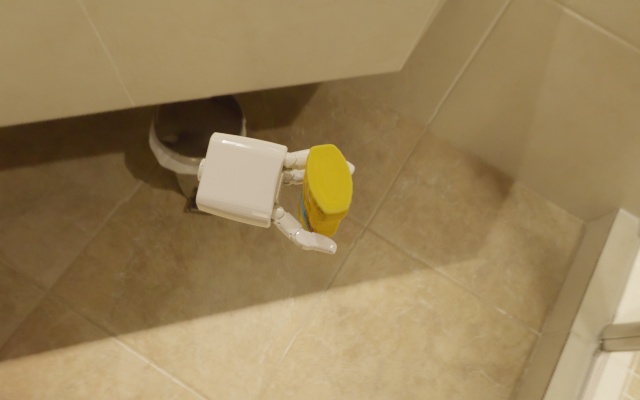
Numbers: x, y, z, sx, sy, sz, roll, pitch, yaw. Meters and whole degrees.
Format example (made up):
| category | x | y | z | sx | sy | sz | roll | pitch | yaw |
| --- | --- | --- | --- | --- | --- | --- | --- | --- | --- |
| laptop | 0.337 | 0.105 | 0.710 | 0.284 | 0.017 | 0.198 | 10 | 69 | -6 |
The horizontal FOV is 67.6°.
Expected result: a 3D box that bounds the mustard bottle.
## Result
| category | x | y | z | sx | sy | sz | roll | pitch | yaw |
| --- | --- | --- | --- | --- | --- | --- | --- | --- | --- |
| mustard bottle | 0.000 | 0.002 | 0.682 | 0.058 | 0.096 | 0.192 | -10 | -18 | -11 |
